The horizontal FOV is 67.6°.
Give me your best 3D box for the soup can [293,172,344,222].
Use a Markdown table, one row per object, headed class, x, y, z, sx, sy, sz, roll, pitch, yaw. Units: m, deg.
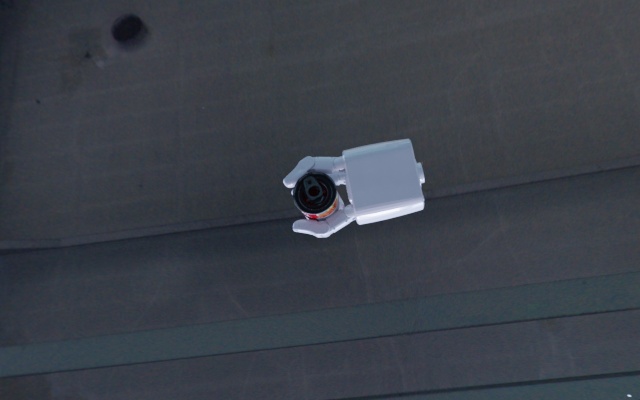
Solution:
| class | x | y | z | sx | sy | sz | roll | pitch | yaw |
| --- | --- | --- | --- | --- | --- | --- | --- | --- | --- |
| soup can | 0.000 | 0.003 | 0.764 | 0.068 | 0.068 | 0.102 | 0 | -17 | 11 |
